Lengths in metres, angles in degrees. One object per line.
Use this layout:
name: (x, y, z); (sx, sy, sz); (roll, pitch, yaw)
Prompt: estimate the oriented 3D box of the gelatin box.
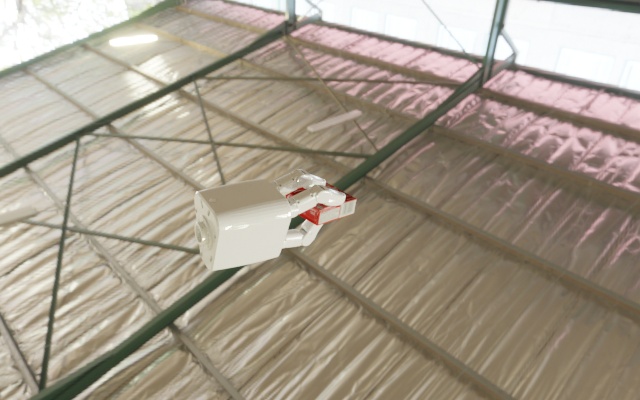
gelatin box: (0.000, 0.003, 0.743); (0.073, 0.030, 0.089); (30, 31, 36)
